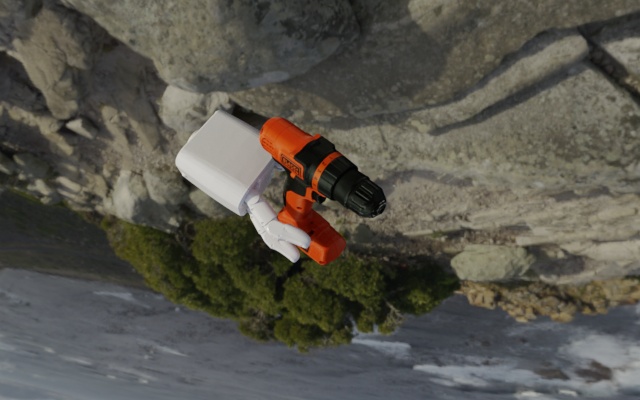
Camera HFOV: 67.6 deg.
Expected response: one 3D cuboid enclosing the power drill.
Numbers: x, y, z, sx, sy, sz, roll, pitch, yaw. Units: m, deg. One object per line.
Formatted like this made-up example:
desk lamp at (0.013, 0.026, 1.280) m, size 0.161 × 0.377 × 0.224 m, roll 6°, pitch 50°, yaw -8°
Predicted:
power drill at (0.000, 0.002, 0.612) m, size 0.057 × 0.188 × 0.184 m, roll -36°, pitch 61°, yaw -28°
